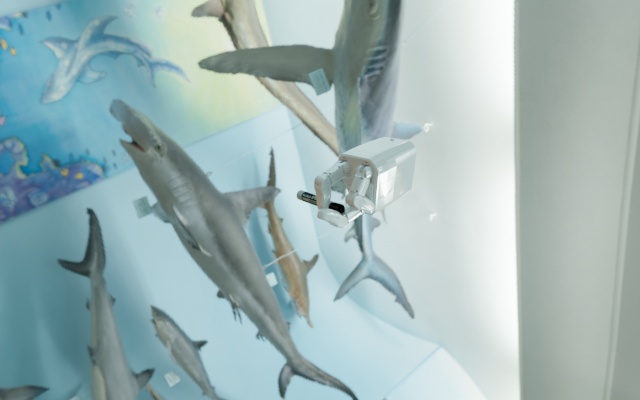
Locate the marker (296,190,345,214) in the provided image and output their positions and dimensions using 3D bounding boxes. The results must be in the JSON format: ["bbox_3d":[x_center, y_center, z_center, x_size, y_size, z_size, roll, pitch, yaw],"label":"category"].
[{"bbox_3d":[0.000,0.003,0.846,0.020,0.020,0.121,0,13,-40],"label":"marker"}]
